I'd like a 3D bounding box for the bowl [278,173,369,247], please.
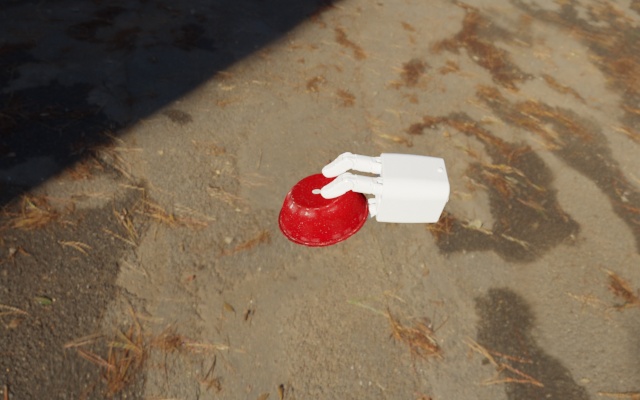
[{"bbox_3d":[-0.001,0.003,0.816,0.162,0.055,0.162,-8,41,7],"label":"bowl"}]
